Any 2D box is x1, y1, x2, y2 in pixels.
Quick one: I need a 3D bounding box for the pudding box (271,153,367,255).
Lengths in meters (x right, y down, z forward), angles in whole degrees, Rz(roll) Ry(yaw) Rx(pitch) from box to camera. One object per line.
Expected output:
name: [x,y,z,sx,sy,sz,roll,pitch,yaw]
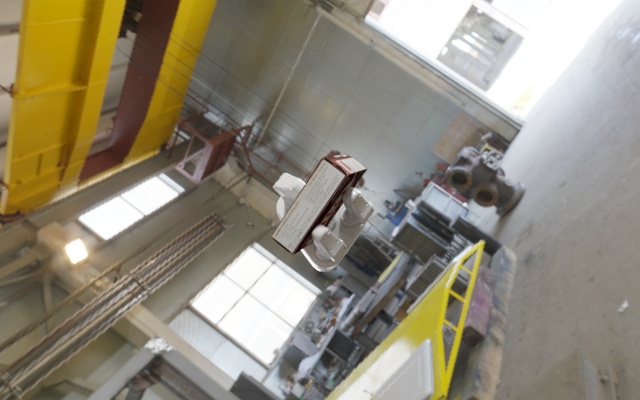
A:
pudding box: [0.000,0.002,0.546,0.039,0.113,0.090,35,17,10]
